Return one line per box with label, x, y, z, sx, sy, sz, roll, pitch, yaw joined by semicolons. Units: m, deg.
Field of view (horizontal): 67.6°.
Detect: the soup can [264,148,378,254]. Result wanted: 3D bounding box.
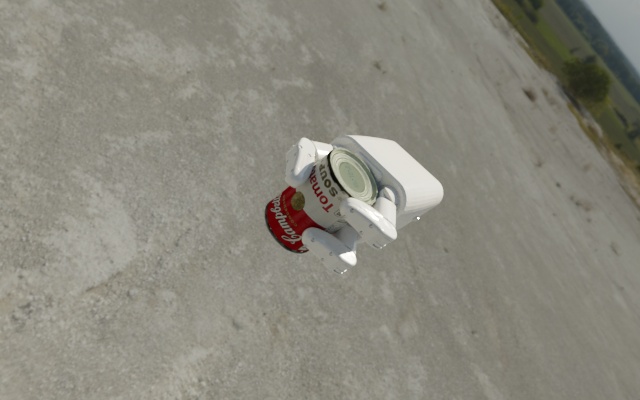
soup can;0.000;0.001;0.486;0.102;0.068;0.068;-38;-23;34
